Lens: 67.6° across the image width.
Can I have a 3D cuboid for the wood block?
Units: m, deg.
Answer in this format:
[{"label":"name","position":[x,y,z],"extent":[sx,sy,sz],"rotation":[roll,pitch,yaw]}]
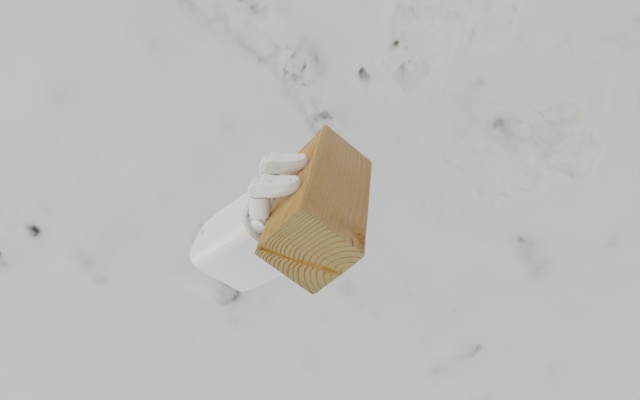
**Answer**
[{"label":"wood block","position":[0.000,0.002,0.603],"extent":[0.090,0.091,0.206],"rotation":[-43,19,29]}]
